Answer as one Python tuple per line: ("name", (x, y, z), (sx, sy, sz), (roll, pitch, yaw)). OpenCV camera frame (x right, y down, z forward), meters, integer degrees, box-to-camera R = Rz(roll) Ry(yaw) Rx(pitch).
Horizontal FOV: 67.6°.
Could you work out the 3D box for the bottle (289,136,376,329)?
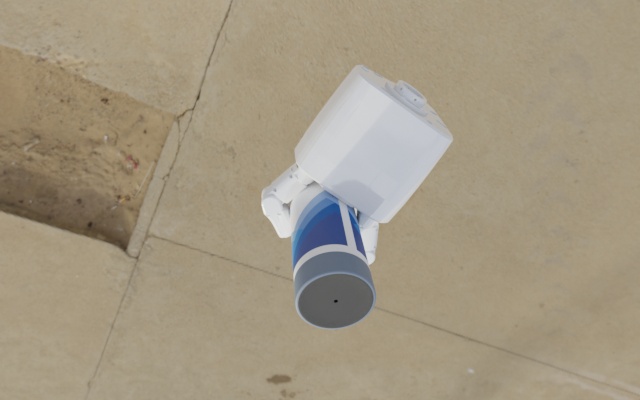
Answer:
("bottle", (0.000, 0.002, 0.509), (0.069, 0.069, 0.295), (0, 33, -6))
